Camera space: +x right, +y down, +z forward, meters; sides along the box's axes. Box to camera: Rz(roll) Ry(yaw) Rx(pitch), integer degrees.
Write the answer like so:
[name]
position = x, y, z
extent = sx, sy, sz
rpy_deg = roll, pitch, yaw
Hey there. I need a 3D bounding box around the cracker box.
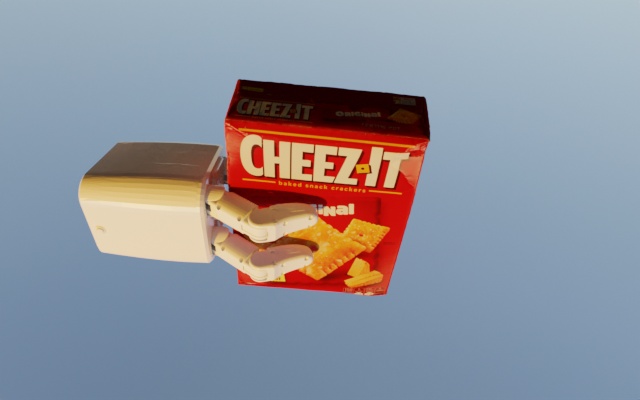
[cracker box]
position = 0.000, 0.001, 0.458
extent = 0.164, 0.214, 0.072
rpy_deg = 5, 45, 0
